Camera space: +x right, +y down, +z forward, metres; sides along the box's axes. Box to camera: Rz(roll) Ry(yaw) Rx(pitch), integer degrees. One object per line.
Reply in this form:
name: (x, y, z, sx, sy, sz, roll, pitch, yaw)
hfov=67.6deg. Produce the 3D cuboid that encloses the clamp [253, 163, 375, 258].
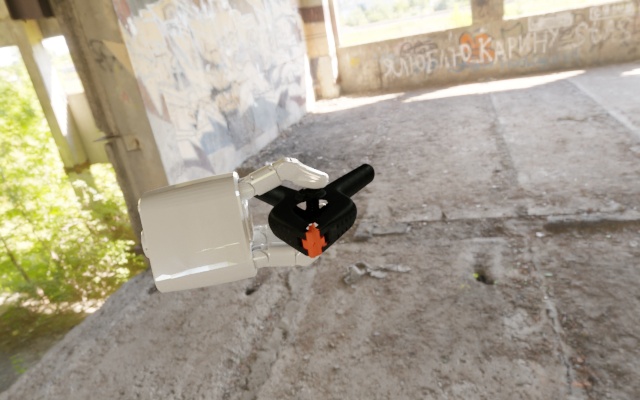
clamp: (0.000, 0.001, 0.539, 0.164, 0.036, 0.210, -11, 21, -5)
